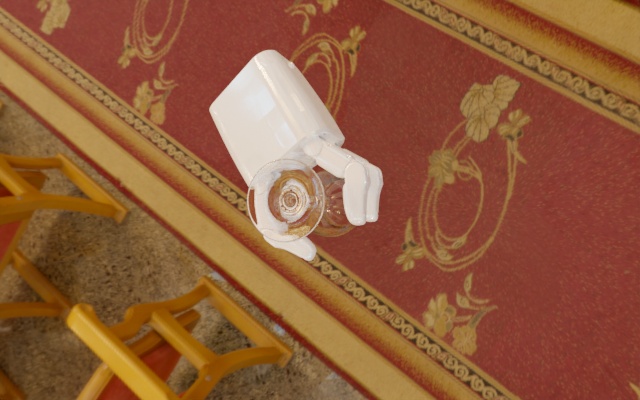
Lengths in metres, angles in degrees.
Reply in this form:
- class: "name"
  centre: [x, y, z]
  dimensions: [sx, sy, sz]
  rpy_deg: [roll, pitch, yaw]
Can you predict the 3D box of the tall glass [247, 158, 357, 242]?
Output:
- class: "tall glass"
  centre: [0.000, 0.002, 0.512]
  dimensions: [0.079, 0.079, 0.201]
  rpy_deg: [0, -1, 19]
